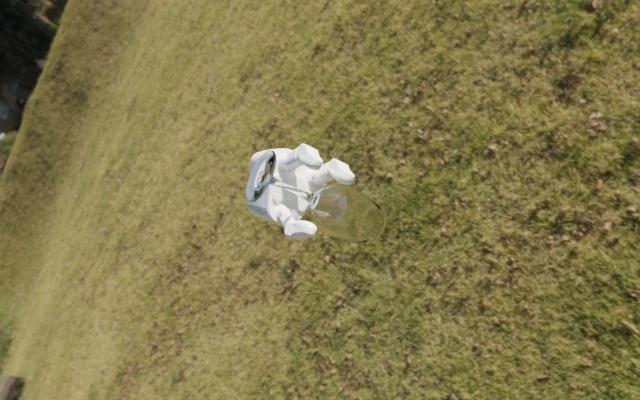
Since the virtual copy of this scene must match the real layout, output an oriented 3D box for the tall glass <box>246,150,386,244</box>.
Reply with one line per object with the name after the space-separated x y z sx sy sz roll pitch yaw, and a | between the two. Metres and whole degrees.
0.000 0.002 0.680 0.201 0.079 0.079 24 -12 -28 | tall glass
